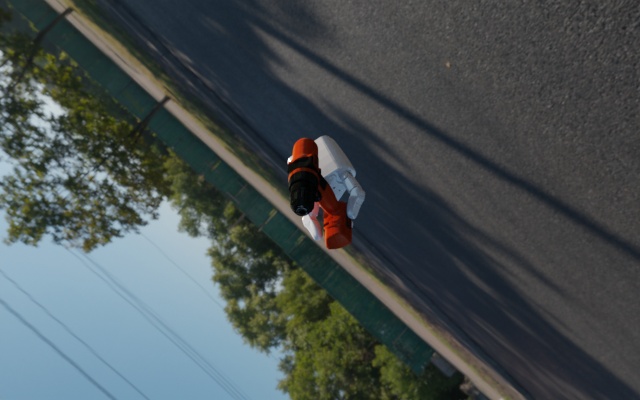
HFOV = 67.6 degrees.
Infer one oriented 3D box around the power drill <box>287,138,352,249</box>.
[{"bbox_3d":[0.000,0.003,0.865,0.057,0.188,0.184,-15,40,17],"label":"power drill"}]
